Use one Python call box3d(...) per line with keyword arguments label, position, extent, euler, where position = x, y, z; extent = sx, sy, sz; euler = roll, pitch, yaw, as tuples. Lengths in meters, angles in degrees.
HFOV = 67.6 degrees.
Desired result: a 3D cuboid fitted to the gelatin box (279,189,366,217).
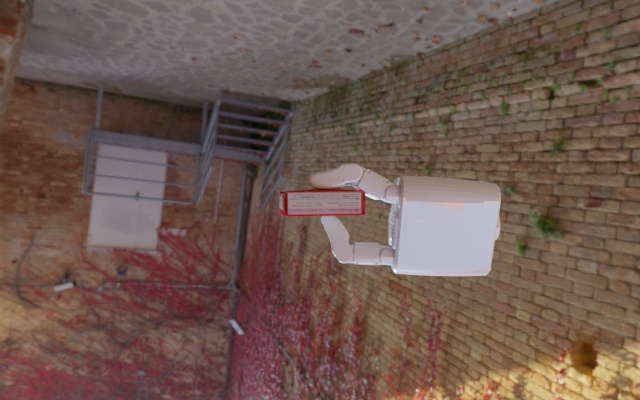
box3d(label="gelatin box", position=(0.000, 0.002, 0.544), extent=(0.089, 0.030, 0.073), euler=(-2, 1, -9))
